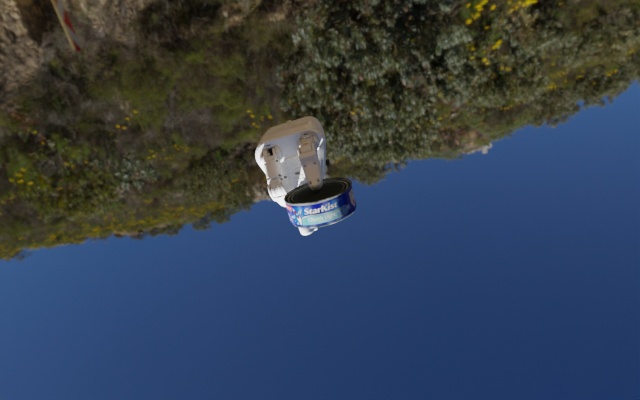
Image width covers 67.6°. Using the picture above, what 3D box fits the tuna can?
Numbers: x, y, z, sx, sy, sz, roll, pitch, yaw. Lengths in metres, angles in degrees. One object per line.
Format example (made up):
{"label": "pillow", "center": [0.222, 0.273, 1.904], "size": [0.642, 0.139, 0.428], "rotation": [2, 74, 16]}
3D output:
{"label": "tuna can", "center": [0.000, 0.002, 0.590], "size": [0.086, 0.034, 0.086], "rotation": [-13, 18, 4]}
